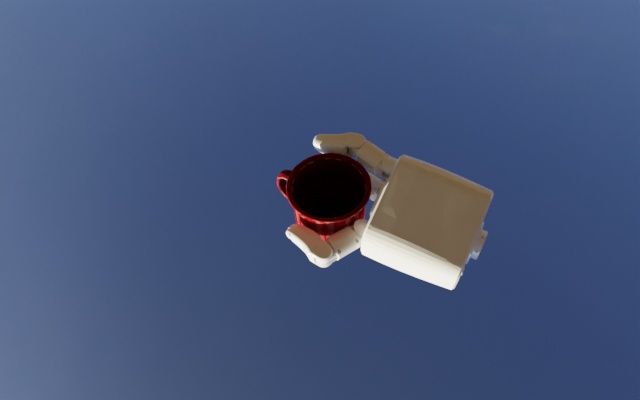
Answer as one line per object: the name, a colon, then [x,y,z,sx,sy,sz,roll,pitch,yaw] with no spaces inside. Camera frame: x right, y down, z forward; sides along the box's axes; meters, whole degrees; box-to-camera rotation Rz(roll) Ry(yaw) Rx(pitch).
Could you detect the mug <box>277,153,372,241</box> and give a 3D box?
mug: [-0.001,0.001,0.554,0.117,0.093,0.082,23,-30,17]
